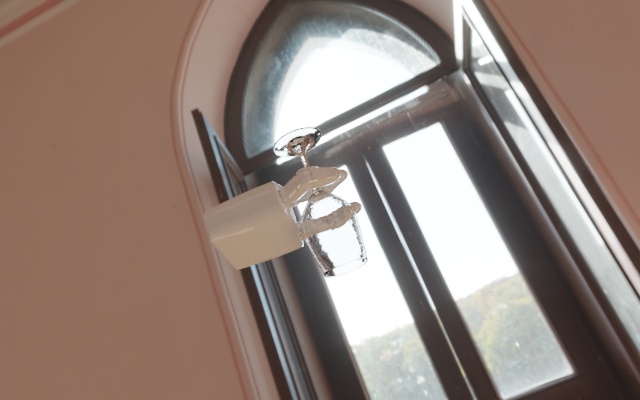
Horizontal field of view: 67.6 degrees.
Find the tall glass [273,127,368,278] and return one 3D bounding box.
[{"bbox_3d":[0.000,0.001,0.656,0.079,0.201,0.079,-19,-21,-8],"label":"tall glass"}]
